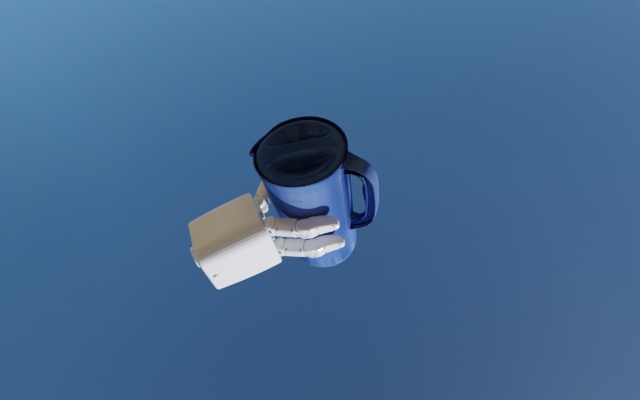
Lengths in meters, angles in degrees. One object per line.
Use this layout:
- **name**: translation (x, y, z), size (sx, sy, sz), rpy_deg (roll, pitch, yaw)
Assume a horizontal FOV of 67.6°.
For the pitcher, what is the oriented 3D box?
- **pitcher**: translation (0.000, 0.002, 0.735), size (0.145, 0.149, 0.243), rpy_deg (-26, -38, -8)
